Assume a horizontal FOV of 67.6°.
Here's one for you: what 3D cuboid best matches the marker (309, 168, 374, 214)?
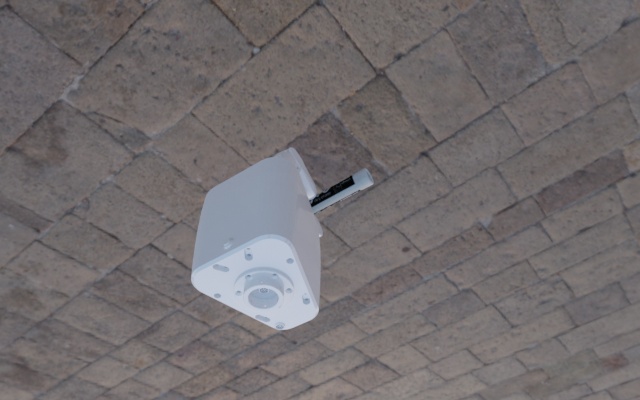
[{"bbox_3d":[0.000,0.002,0.512,0.121,0.020,0.020,-28,-9,17],"label":"marker"}]
